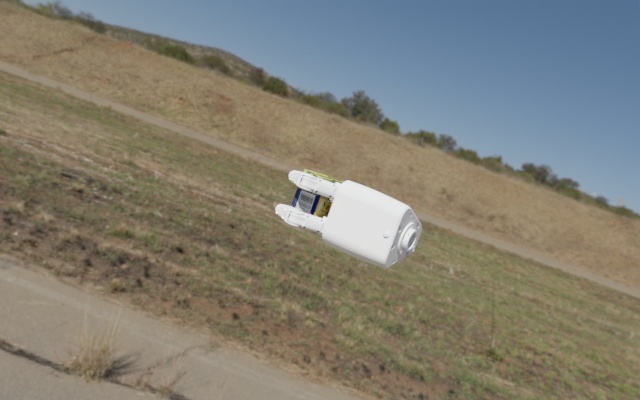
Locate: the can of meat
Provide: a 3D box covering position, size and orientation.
[{"bbox_3d":[0.000,0.002,0.755,0.057,0.084,0.102,23,6,33],"label":"can of meat"}]
